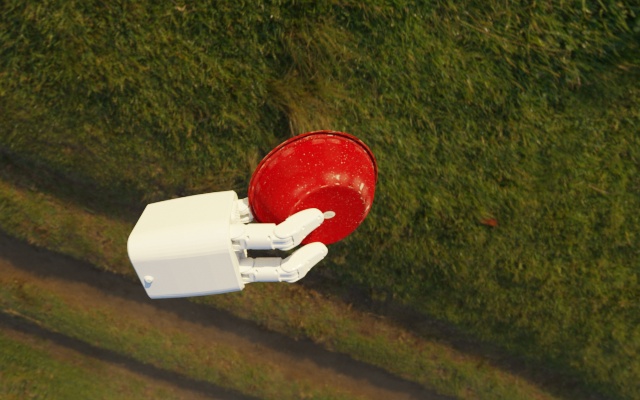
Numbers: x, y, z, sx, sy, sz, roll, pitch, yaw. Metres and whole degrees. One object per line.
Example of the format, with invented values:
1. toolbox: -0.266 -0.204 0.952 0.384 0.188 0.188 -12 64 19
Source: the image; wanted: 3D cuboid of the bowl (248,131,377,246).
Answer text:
1. bowl: 0.001 0.002 0.554 0.162 0.162 0.055 0 38 -22
